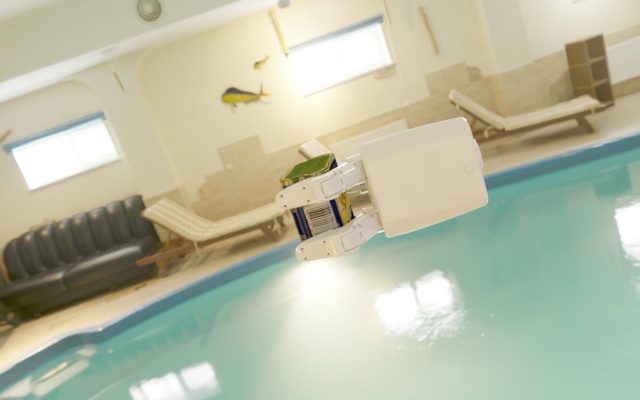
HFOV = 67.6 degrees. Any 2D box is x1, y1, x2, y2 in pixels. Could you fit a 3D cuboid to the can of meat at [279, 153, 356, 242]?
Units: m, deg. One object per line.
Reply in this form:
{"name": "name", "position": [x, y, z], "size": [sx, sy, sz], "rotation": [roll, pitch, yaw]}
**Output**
{"name": "can of meat", "position": [0.000, 0.001, 0.508], "size": [0.057, 0.084, 0.102], "rotation": [-16, 13, 11]}
